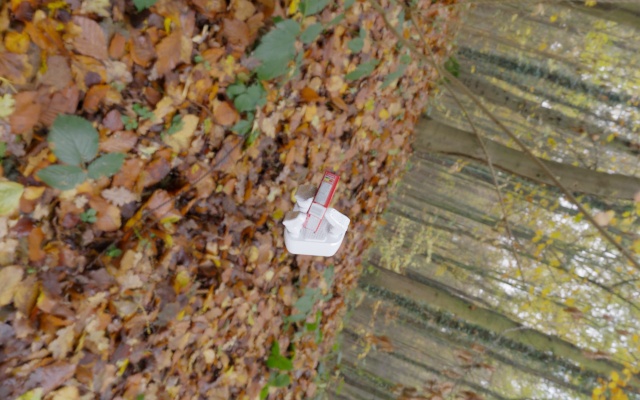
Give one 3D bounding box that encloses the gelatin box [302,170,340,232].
[{"bbox_3d":[0.001,0.003,0.832,0.030,0.073,0.089,23,-34,0],"label":"gelatin box"}]
